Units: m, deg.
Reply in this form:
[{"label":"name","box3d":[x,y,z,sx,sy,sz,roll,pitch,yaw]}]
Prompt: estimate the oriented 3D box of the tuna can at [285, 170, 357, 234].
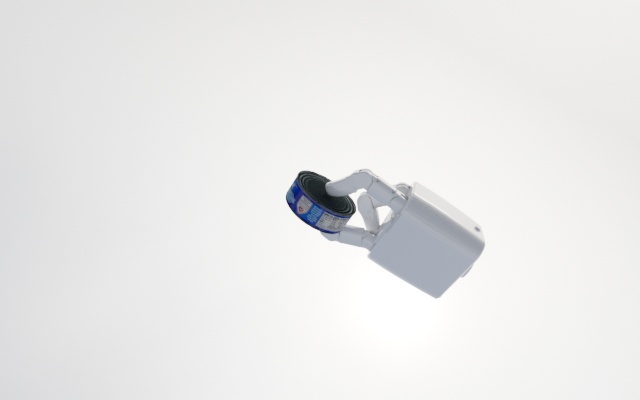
[{"label":"tuna can","box3d":[0.000,0.002,0.591,0.086,0.034,0.086,29,24,-14]}]
